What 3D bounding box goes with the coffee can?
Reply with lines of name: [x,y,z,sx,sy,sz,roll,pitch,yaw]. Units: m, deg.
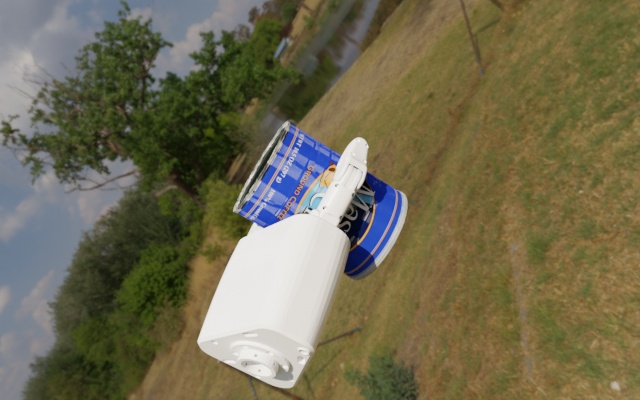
coffee can: [0.000,0.001,0.476,0.140,0.103,0.103,31,-8,-13]
